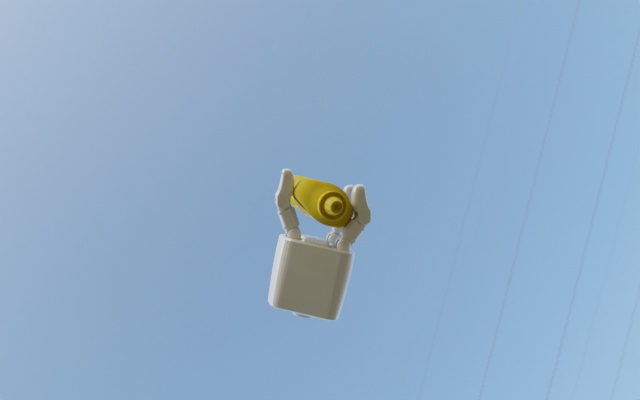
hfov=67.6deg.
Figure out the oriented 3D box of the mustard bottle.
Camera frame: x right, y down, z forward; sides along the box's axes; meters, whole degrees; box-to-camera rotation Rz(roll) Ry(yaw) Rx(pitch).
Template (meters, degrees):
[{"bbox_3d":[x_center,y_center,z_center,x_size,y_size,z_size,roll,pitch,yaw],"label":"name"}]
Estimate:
[{"bbox_3d":[0.000,0.002,0.728,0.096,0.058,0.191,37,-4,-13],"label":"mustard bottle"}]
